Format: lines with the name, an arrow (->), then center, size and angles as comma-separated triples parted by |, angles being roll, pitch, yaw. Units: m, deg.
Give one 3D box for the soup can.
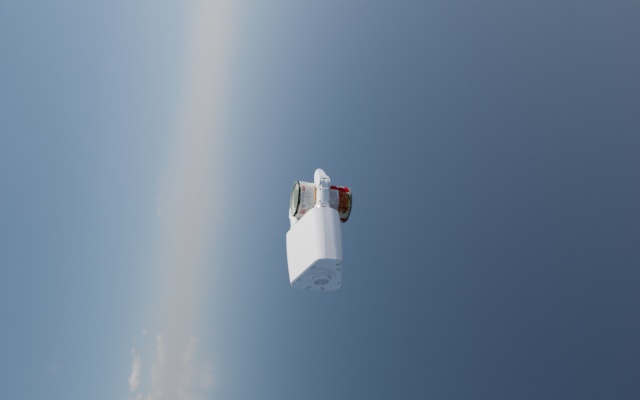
soup can -> 0.000, 0.002, 0.890 | 0.102, 0.068, 0.068 | 7, -2, -15
